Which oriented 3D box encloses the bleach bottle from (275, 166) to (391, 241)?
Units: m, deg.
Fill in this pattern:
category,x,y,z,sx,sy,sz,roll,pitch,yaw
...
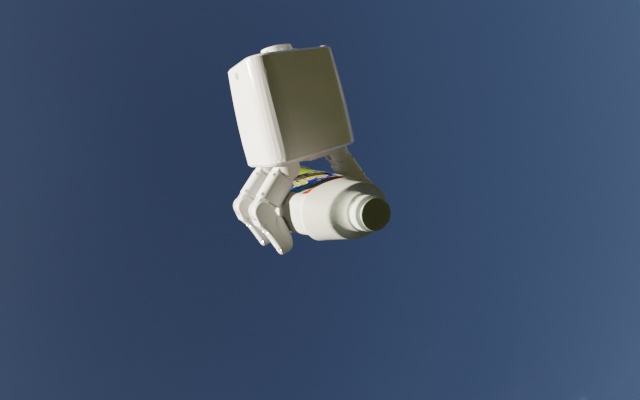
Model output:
category,x,y,z,sx,sy,sz,roll,pitch,yaw
bleach bottle,0.000,0.002,0.511,0.102,0.068,0.251,-16,10,-24
